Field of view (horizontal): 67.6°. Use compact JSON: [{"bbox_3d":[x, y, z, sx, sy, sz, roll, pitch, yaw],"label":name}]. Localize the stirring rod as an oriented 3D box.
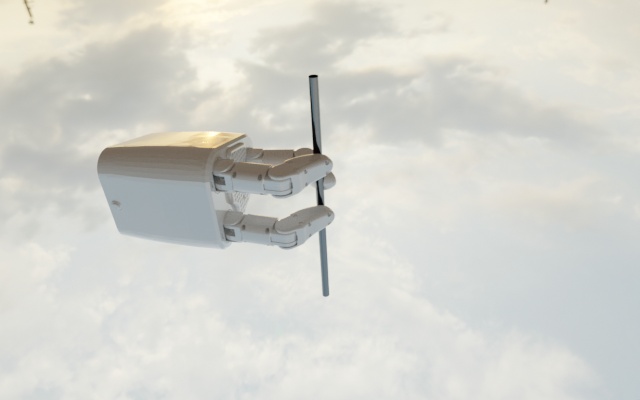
[{"bbox_3d":[0.000,0.001,0.443,0.011,0.240,0.011,-2,35,2],"label":"stirring rod"}]
